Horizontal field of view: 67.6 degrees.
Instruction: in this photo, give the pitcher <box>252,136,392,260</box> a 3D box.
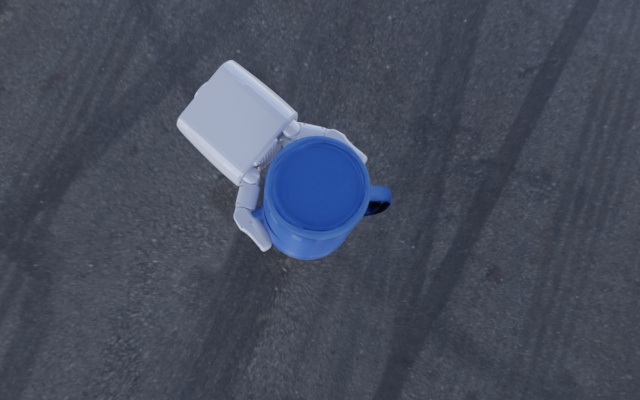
[{"bbox_3d":[0.000,0.002,0.591,0.145,0.149,0.243,41,-9,2],"label":"pitcher"}]
